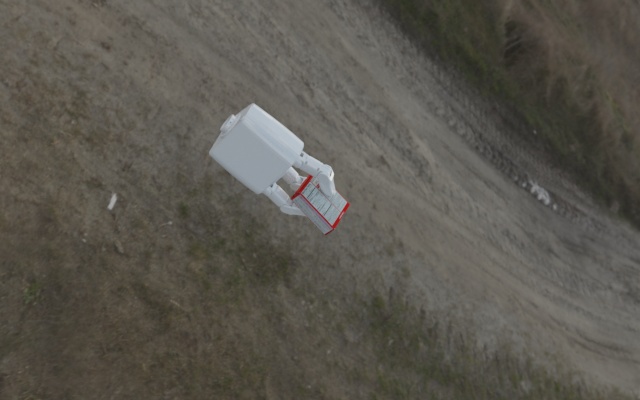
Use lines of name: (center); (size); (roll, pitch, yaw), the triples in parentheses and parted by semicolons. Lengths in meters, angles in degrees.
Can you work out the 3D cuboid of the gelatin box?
gelatin box: (0.001, 0.003, 0.813); (0.030, 0.089, 0.073); (-35, 13, 42)
